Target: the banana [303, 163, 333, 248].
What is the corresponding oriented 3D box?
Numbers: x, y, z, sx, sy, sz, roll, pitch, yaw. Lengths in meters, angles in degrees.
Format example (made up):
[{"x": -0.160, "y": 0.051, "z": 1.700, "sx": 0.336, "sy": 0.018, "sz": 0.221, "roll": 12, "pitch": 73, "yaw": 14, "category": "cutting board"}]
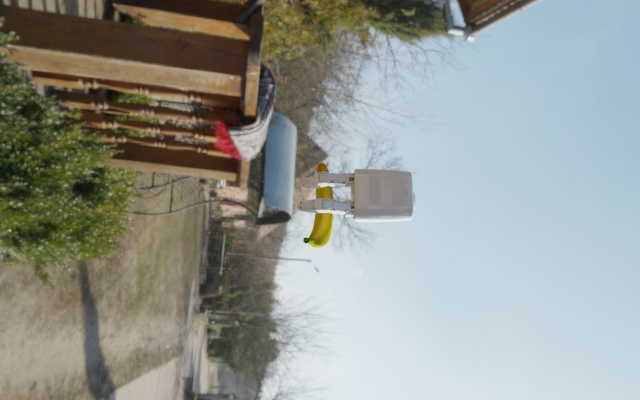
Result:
[{"x": 0.003, "y": 0.018, "z": 0.900, "sx": 0.037, "sy": 0.197, "sz": 0.070, "roll": -3, "pitch": -42, "yaw": 12, "category": "banana"}]
